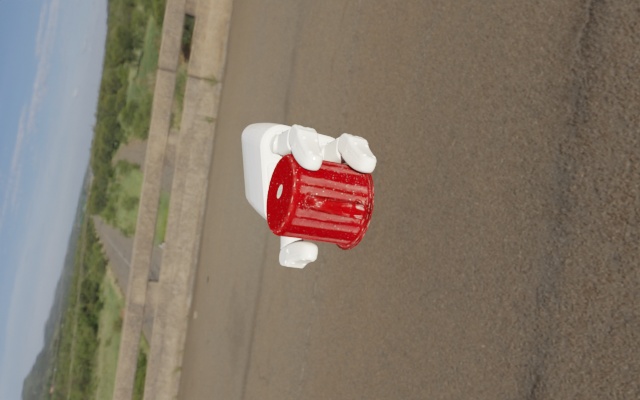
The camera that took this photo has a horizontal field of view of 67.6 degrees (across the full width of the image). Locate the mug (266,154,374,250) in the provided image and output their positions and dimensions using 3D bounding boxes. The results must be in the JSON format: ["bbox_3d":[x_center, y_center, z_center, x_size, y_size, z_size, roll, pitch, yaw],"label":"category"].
[{"bbox_3d":[0.000,0.002,0.468,0.081,0.093,0.117,9,6,-24],"label":"mug"}]
